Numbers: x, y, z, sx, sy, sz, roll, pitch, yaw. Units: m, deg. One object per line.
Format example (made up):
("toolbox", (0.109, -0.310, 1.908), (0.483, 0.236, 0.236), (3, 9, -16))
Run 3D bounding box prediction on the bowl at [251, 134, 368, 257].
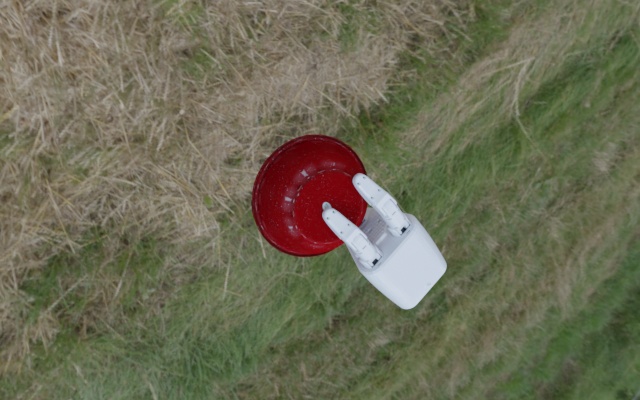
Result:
("bowl", (-0.001, 0.001, 0.588), (0.162, 0.162, 0.055), (0, 13, -23))
